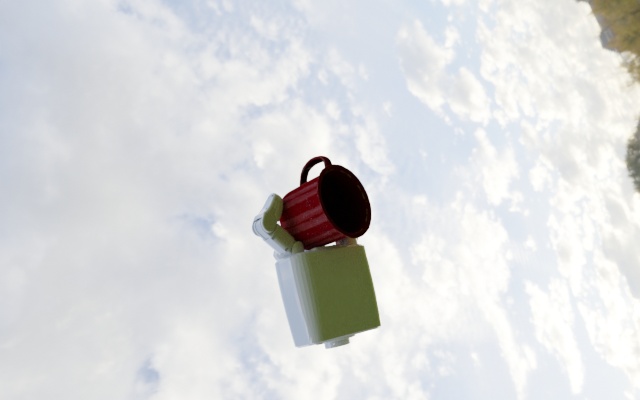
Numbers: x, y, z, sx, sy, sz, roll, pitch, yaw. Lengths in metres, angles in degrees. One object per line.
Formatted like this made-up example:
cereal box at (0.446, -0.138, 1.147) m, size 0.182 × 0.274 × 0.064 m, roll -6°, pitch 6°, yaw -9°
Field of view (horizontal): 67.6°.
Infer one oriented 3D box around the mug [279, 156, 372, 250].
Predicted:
mug at (0.000, 0.001, 0.592) m, size 0.081 × 0.117 × 0.093 m, roll -26°, pitch -20°, yaw 40°
